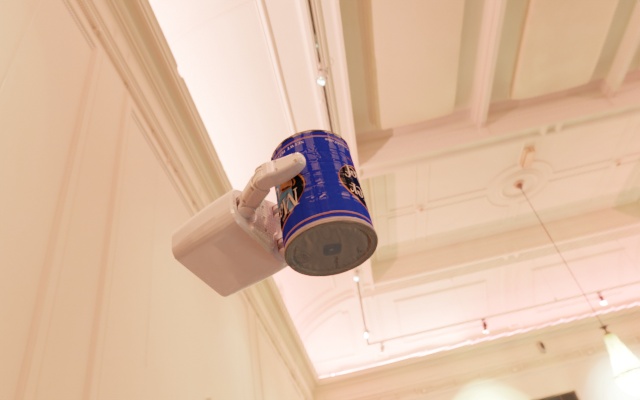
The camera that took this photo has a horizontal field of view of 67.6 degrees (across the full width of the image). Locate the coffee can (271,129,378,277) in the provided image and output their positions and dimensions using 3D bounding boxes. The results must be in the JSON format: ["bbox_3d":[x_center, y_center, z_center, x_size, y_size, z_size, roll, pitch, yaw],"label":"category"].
[{"bbox_3d":[0.000,0.002,0.555,0.103,0.140,0.103,-8,-40,-6],"label":"coffee can"}]
